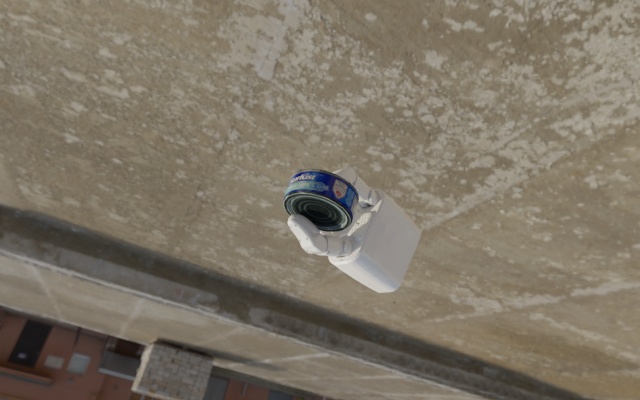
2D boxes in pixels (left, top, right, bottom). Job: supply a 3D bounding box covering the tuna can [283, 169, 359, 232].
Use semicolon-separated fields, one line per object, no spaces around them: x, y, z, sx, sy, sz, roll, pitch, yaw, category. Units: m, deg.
0.000;0.002;0.562;0.086;0.033;0.086;14;-30;8;tuna can
